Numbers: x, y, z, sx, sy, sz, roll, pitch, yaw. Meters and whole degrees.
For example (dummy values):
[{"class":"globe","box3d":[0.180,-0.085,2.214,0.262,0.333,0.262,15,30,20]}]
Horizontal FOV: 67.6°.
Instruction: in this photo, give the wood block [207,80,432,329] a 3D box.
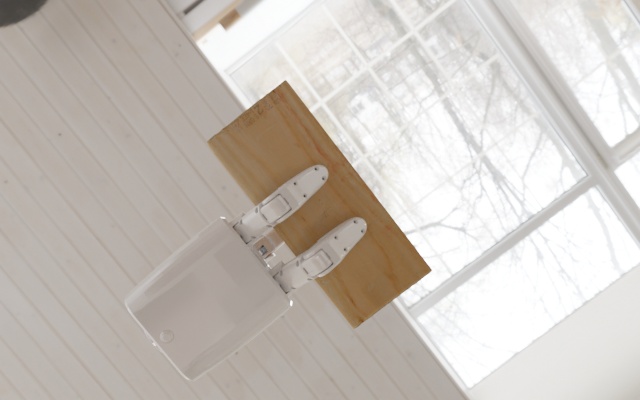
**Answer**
[{"class":"wood block","box3d":[0.000,0.002,0.451,0.090,0.206,0.091,-38,5,3]}]
